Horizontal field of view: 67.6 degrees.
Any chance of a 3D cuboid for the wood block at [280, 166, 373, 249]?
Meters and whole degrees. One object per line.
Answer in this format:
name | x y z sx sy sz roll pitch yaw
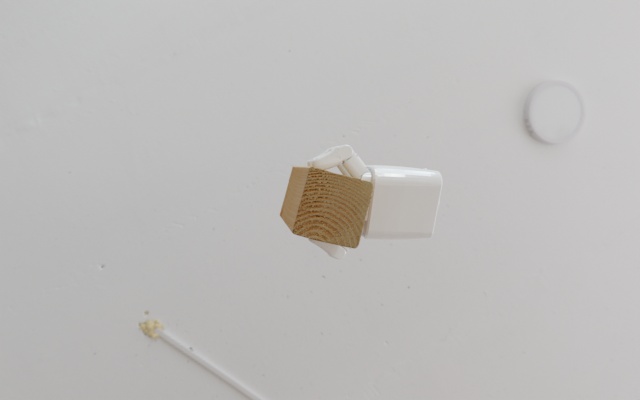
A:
wood block | 0.000 0.003 0.705 0.090 0.091 0.206 14 2 -10
